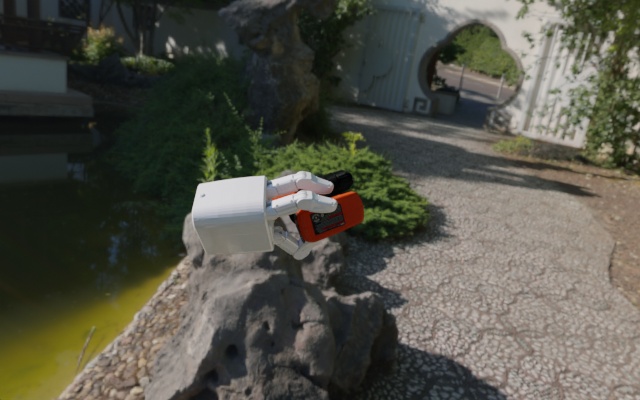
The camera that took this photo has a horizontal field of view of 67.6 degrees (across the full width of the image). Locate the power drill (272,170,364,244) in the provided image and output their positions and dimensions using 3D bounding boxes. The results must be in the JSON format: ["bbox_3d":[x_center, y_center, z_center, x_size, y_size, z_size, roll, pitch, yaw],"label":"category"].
[{"bbox_3d":[0.000,0.003,0.799,0.184,0.057,0.187,-23,17,-15],"label":"power drill"}]
